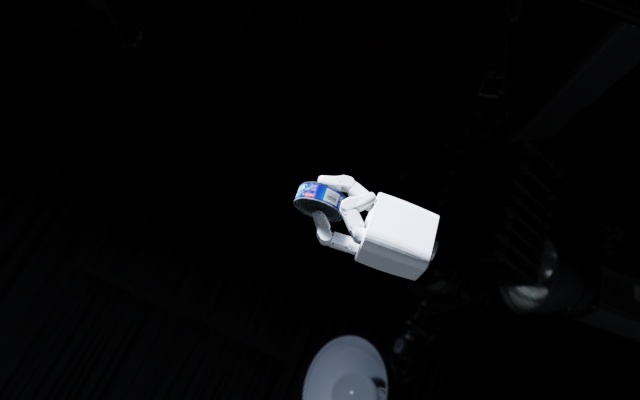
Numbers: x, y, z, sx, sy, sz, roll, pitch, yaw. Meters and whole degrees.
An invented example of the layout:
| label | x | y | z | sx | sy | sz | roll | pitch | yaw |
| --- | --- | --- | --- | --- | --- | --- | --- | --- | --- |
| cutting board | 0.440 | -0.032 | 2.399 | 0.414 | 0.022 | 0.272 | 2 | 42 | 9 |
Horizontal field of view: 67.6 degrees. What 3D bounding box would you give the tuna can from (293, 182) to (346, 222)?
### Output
| label | x | y | z | sx | sy | sz | roll | pitch | yaw |
| --- | --- | --- | --- | --- | --- | --- | --- | --- | --- |
| tuna can | 0.000 | 0.002 | 0.804 | 0.086 | 0.033 | 0.086 | 17 | -21 | 7 |
